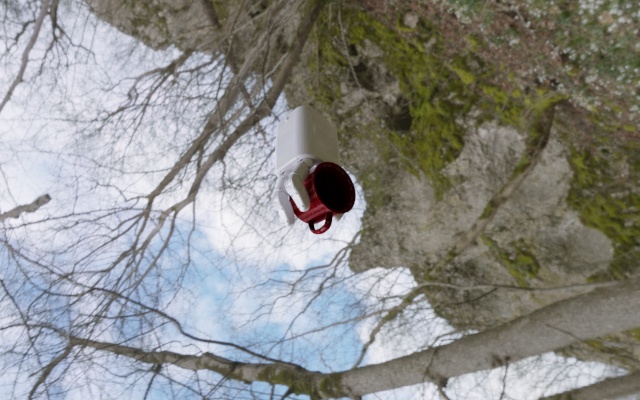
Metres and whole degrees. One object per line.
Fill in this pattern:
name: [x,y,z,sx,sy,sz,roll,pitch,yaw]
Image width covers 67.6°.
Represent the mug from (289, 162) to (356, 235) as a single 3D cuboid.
mug: [0.000,0.004,0.814,0.093,0.117,0.081,17,-30,-34]
